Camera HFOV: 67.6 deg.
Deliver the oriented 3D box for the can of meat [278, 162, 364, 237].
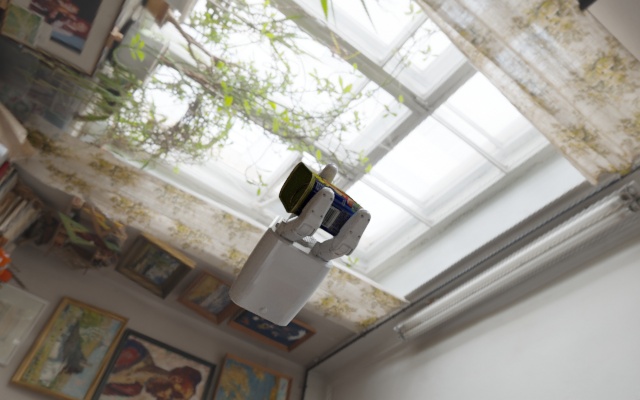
[{"bbox_3d":[0.000,0.002,0.614,0.084,0.057,0.102,32,6,-19],"label":"can of meat"}]
